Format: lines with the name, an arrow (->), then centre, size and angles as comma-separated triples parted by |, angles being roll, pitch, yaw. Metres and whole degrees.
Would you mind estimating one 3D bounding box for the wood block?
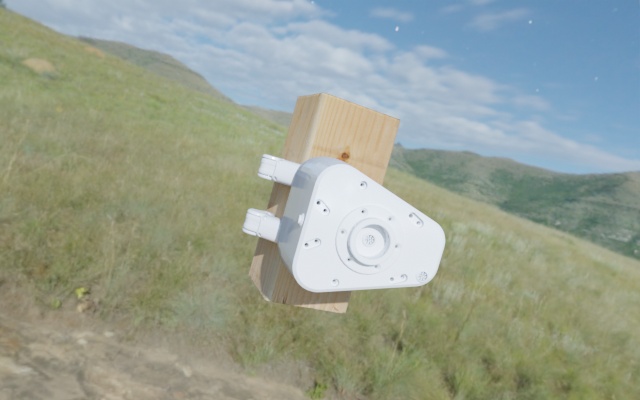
wood block -> 0.001, 0.002, 0.508 | 0.091, 0.206, 0.090 | 15, 3, -21
